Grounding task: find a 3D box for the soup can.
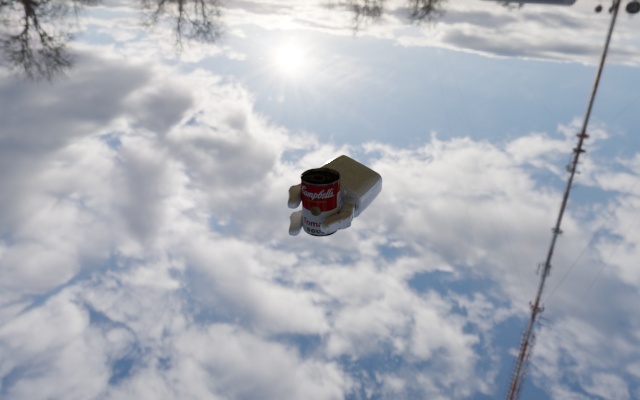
[{"bbox_3d":[0.000,0.003,0.827,0.068,0.102,0.068,0,28,0],"label":"soup can"}]
